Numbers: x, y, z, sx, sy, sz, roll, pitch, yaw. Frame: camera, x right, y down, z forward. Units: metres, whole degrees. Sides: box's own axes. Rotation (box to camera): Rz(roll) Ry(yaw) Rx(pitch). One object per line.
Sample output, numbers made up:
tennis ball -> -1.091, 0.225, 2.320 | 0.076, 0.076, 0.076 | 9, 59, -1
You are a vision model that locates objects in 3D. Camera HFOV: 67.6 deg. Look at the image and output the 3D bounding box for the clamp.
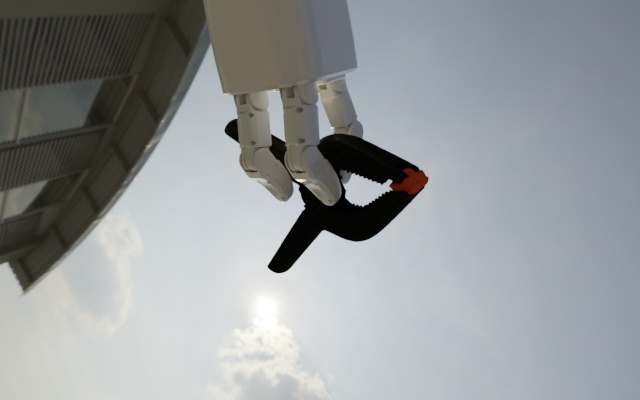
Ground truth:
clamp -> 0.001, 0.001, 0.432 | 0.210, 0.164, 0.036 | 4, 23, 41
